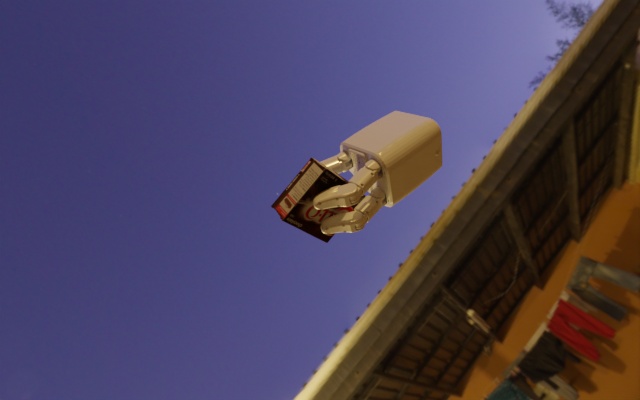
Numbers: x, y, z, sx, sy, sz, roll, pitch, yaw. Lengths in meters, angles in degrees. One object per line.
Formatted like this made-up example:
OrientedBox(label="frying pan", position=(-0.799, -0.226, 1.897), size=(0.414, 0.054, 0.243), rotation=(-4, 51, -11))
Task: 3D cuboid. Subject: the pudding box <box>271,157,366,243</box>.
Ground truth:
OrientedBox(label="pudding box", position=(0.000, 0.002, 0.658), size=(0.113, 0.090, 0.039), rotation=(32, 10, -48))
